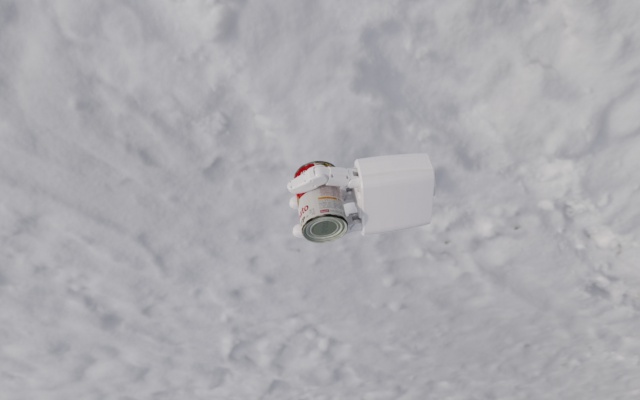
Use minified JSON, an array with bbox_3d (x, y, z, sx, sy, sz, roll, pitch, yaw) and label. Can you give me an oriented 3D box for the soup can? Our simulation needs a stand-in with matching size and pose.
[{"bbox_3d":[0.000,0.002,0.695,0.068,0.102,0.069,-6,-37,-5],"label":"soup can"}]
